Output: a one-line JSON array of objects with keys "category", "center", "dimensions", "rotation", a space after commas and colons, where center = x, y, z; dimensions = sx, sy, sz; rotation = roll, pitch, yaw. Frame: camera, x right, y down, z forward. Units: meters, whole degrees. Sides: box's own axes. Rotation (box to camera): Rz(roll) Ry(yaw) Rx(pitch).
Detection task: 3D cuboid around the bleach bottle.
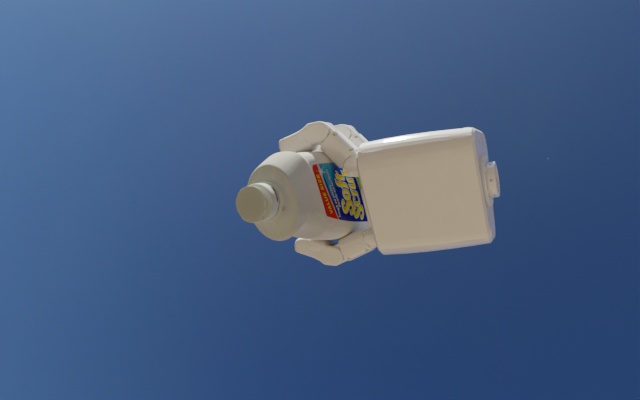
[{"category": "bleach bottle", "center": [0.000, 0.001, 0.484], "dimensions": [0.068, 0.102, 0.251], "rotation": [-7, 1, 26]}]
